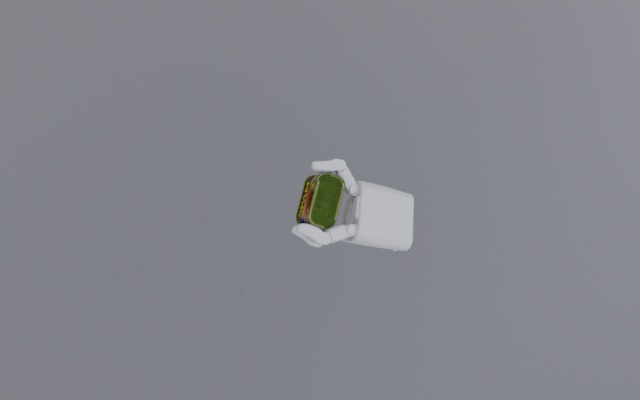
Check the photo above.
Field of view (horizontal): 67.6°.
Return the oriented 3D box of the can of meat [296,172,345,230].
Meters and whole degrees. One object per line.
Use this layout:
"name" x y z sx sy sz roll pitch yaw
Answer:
"can of meat" 0.000 0.003 0.848 0.057 0.102 0.084 16 -7 -15
